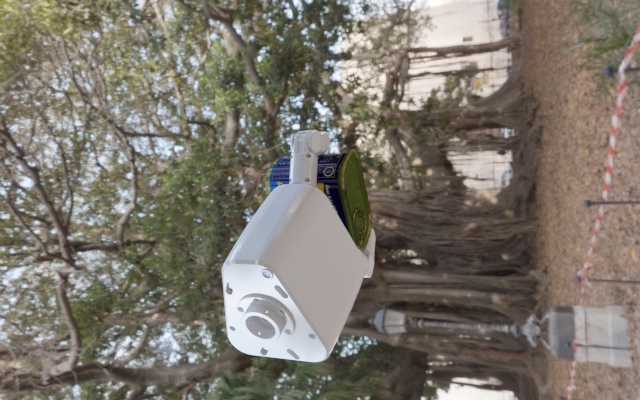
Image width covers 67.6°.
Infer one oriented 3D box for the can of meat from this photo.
[{"bbox_3d":[0.000,0.001,0.487,0.084,0.102,0.057,-1,35,22],"label":"can of meat"}]
